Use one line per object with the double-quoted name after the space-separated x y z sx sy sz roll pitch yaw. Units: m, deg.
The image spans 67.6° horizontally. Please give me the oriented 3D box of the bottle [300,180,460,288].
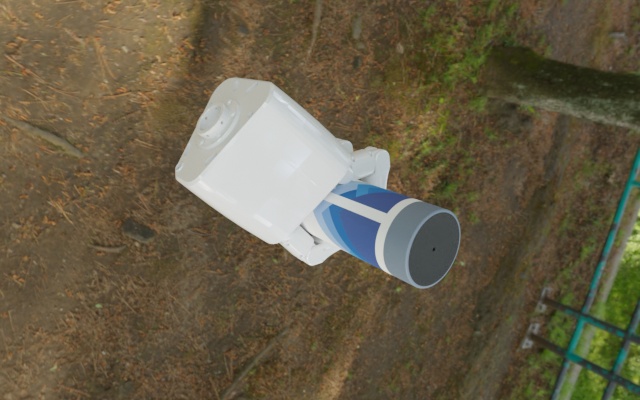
0.000 0.002 0.487 0.069 0.069 0.295 0 15 -39 "bottle"
